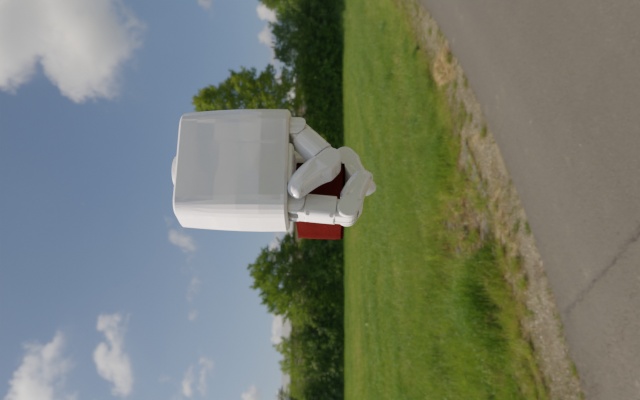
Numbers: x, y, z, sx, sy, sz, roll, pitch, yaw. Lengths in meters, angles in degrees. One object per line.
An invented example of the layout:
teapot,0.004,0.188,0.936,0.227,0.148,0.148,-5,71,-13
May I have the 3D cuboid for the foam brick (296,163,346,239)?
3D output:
foam brick,0.000,0.002,0.513,0.051,0.053,0.078,0,-31,0
